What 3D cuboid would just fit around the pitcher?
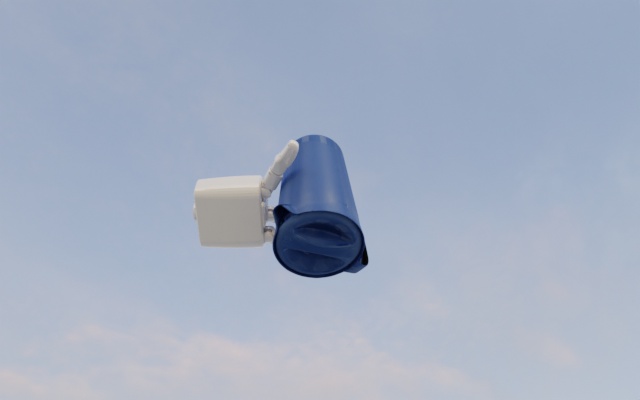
[{"bbox_3d":[0.000,0.003,0.779,0.145,0.149,0.242,-2,38,-1],"label":"pitcher"}]
